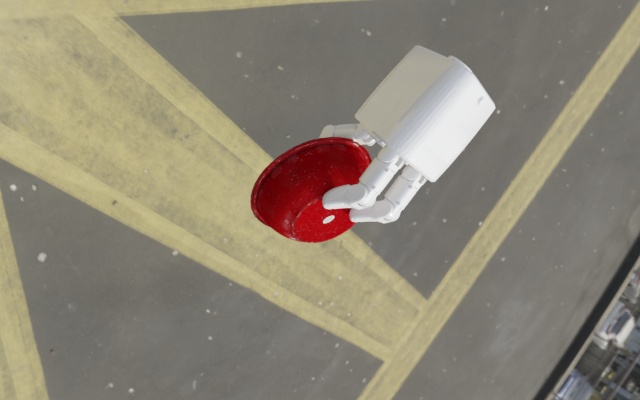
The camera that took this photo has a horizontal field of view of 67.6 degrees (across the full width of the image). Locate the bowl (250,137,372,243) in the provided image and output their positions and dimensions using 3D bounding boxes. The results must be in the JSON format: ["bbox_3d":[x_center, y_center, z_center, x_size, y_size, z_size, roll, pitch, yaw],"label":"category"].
[{"bbox_3d":[0.000,0.003,0.578,0.162,0.055,0.162,-17,-37,-13],"label":"bowl"}]
